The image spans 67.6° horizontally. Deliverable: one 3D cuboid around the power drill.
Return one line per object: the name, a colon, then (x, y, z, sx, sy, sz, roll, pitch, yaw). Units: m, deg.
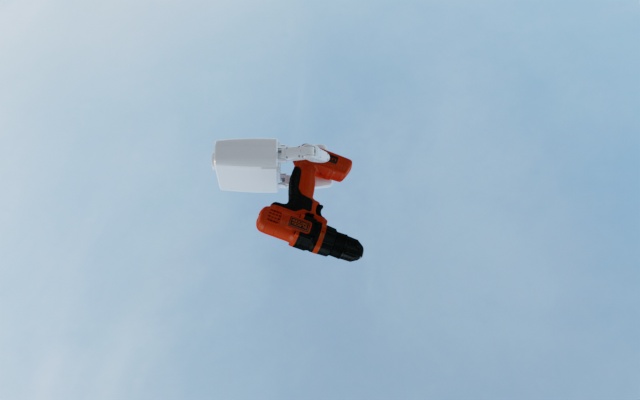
power drill: (0.000, 0.002, 0.820, 0.184, 0.187, 0.057, 21, -34, -8)
